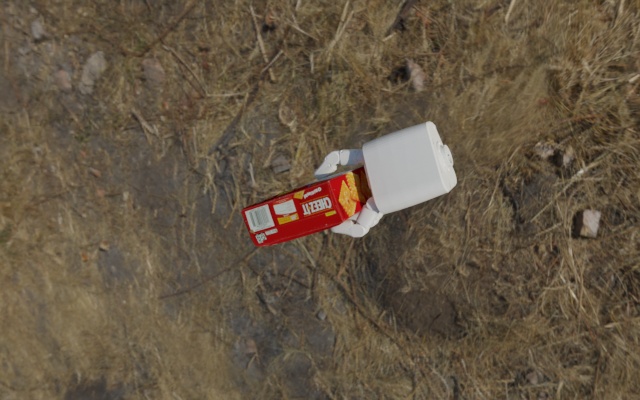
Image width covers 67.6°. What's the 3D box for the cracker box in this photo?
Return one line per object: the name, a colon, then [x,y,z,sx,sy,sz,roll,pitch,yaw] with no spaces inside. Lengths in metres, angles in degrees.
cracker box: [0.000,0.002,0.787,0.164,0.072,0.213,-18,3,28]
